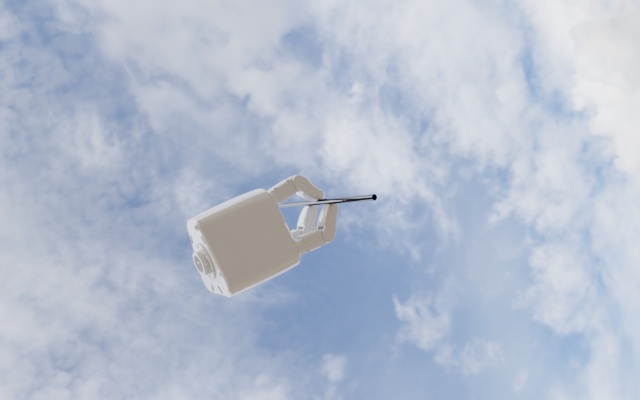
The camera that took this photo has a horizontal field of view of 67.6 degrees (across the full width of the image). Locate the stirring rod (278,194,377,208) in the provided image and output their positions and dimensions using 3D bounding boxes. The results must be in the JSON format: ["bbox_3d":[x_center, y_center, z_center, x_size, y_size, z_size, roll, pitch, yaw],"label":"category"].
[{"bbox_3d":[0.000,0.002,0.681,0.011,0.011,0.239,0,-3,-33],"label":"stirring rod"}]
